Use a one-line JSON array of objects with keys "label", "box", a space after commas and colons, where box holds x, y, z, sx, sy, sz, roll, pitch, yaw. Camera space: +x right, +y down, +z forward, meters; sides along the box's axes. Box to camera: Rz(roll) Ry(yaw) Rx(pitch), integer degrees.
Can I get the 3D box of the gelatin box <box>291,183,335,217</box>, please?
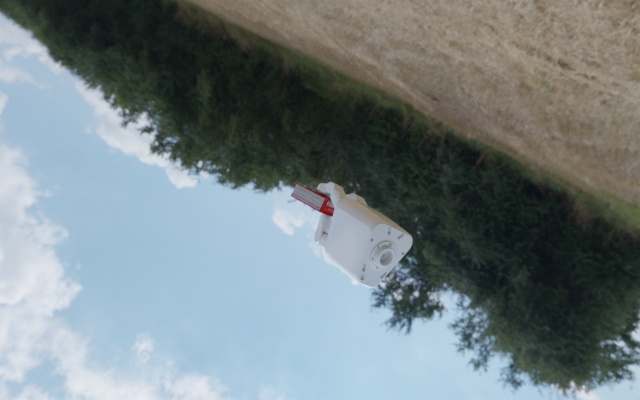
[{"label": "gelatin box", "box": [0.000, 0.003, 0.883, 0.089, 0.030, 0.073, 27, 3, 43]}]
